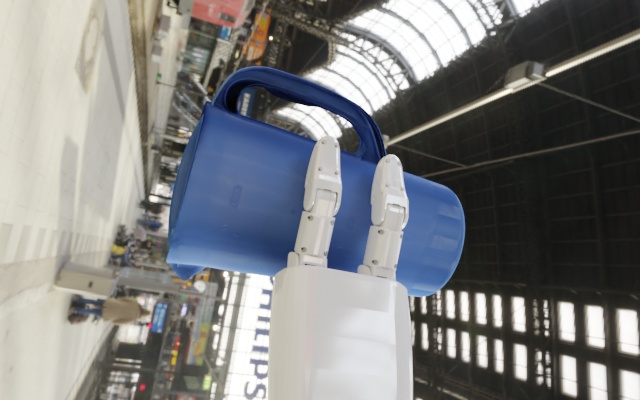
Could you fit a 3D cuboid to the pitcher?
[{"bbox_3d":[0.000,0.002,0.414,0.243,0.145,0.149,14,-34,-17],"label":"pitcher"}]
